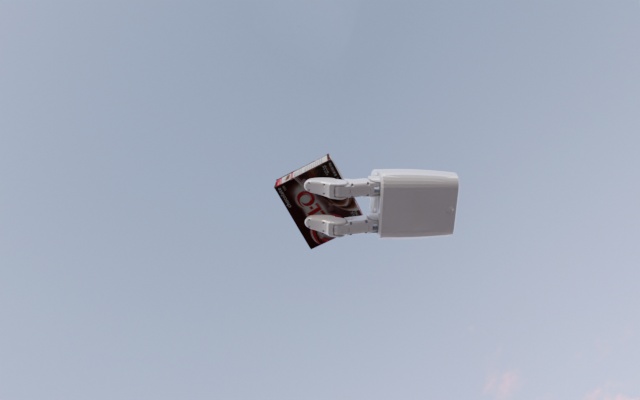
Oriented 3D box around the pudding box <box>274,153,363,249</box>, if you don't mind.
[{"bbox_3d":[0.000,0.002,0.681,0.090,0.113,0.039,-26,18,9],"label":"pudding box"}]
